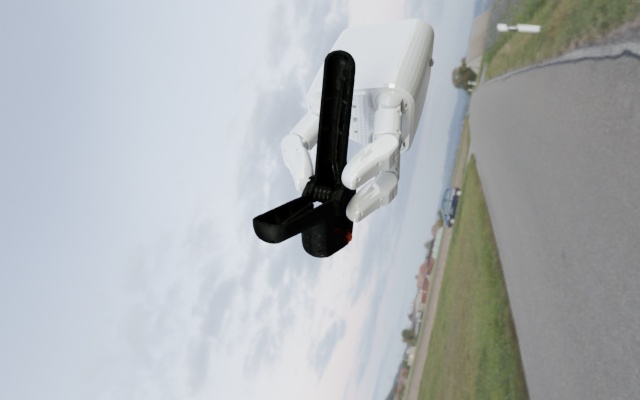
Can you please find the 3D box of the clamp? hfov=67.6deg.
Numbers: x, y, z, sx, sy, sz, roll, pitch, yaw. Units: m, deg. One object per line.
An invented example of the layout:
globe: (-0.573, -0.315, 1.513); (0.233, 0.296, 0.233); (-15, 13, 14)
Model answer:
clamp: (-0.001, 0.001, 0.420); (0.036, 0.164, 0.210); (16, -30, 17)
